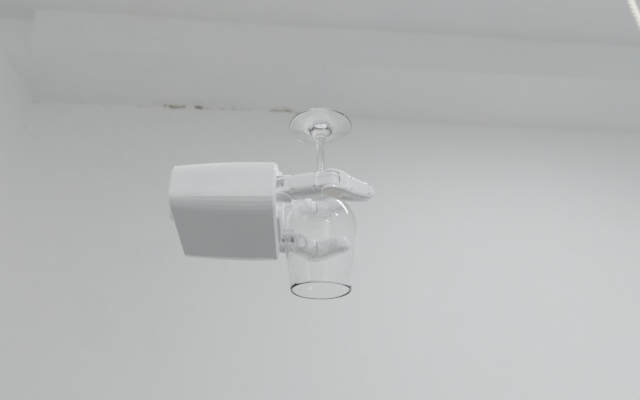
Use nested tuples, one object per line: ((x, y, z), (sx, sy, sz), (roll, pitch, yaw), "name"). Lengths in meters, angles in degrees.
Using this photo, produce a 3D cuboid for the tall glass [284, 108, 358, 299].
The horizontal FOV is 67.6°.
((0.000, 0.001, 0.521), (0.079, 0.201, 0.079), (0, -27, 0), "tall glass")
